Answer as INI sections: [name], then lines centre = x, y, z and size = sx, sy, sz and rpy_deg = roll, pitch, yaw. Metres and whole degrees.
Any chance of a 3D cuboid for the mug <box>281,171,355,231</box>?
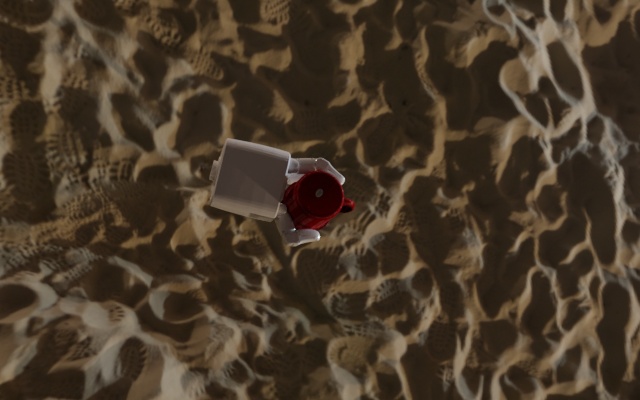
[mug]
centre = 0.002, 0.003, 0.783
size = 0.117, 0.093, 0.081
rpy_deg = 12, -17, -14
